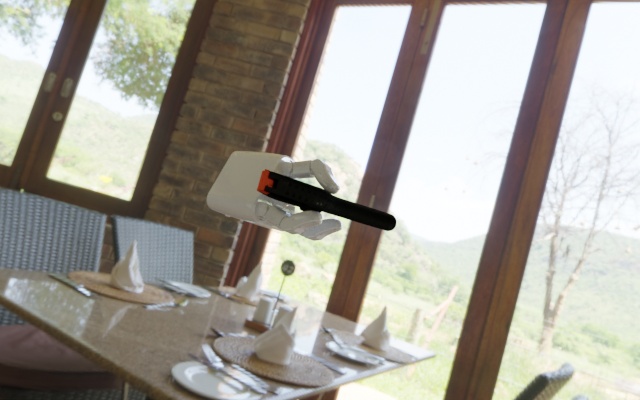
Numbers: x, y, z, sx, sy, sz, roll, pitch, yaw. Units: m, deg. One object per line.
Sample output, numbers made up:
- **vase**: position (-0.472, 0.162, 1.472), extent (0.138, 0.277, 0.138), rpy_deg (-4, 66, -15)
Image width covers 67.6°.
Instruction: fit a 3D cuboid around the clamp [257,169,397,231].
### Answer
- **clamp**: position (0.000, 0.001, 0.661), extent (0.164, 0.036, 0.210), rpy_deg (10, -8, 34)
